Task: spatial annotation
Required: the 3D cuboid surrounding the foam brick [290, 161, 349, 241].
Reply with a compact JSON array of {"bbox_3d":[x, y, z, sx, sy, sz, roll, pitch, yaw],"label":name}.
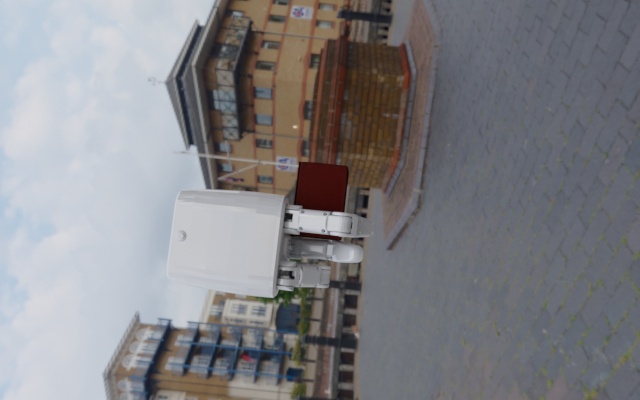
[{"bbox_3d":[0.000,0.001,0.498,0.051,0.078,0.053,6,-4,4],"label":"foam brick"}]
